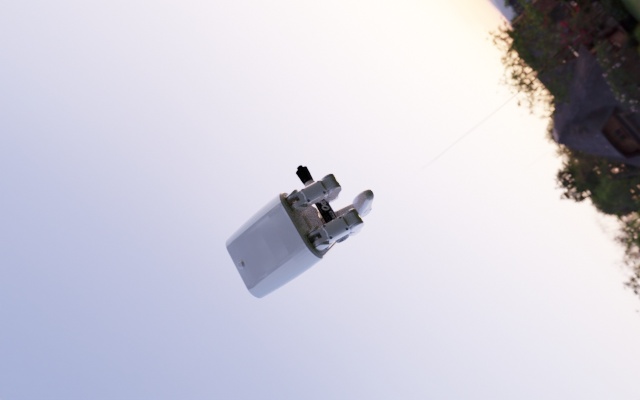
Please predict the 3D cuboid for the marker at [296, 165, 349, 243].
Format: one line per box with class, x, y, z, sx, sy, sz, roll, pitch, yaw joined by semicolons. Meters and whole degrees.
marker;0.000;0.002;0.638;0.020;0.121;0.020;-28;-19;-11
